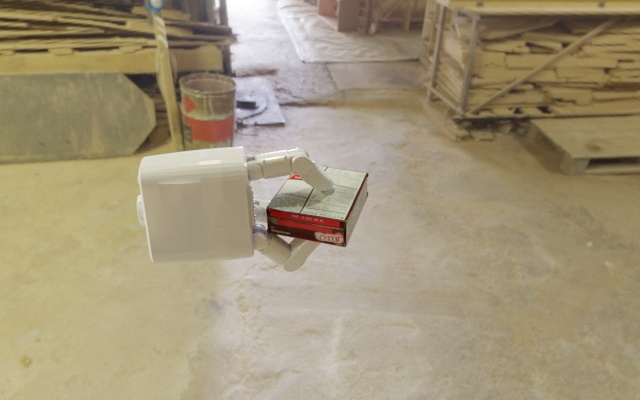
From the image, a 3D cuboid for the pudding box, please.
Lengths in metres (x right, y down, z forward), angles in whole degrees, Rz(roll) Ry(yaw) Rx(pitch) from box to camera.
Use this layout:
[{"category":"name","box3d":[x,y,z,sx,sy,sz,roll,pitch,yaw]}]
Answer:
[{"category":"pudding box","box3d":[0.000,0.002,0.541,0.090,0.039,0.113,10,35,14]}]
